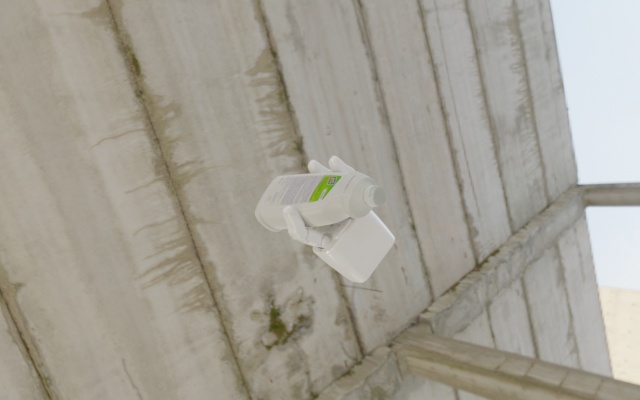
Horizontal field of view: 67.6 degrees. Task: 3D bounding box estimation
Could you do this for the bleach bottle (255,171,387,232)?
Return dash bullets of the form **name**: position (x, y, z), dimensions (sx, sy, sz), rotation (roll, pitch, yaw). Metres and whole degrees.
- **bleach bottle**: position (0.000, 0.002, 0.772), dimensions (0.251, 0.102, 0.068), rotation (-1, -36, 50)
